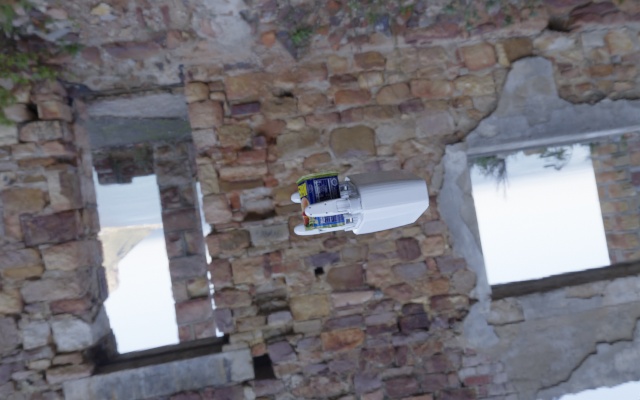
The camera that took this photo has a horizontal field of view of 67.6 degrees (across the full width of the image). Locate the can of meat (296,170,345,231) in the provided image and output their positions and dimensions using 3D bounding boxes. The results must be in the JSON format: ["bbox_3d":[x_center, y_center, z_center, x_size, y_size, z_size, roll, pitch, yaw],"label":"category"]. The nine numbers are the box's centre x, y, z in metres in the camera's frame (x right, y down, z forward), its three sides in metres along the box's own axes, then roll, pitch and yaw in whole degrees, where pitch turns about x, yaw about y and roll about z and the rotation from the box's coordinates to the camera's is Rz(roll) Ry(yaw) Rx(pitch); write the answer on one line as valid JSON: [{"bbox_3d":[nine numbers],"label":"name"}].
[{"bbox_3d":[0.000,0.003,0.747,0.057,0.084,0.102,-9,-2,-12],"label":"can of meat"}]
